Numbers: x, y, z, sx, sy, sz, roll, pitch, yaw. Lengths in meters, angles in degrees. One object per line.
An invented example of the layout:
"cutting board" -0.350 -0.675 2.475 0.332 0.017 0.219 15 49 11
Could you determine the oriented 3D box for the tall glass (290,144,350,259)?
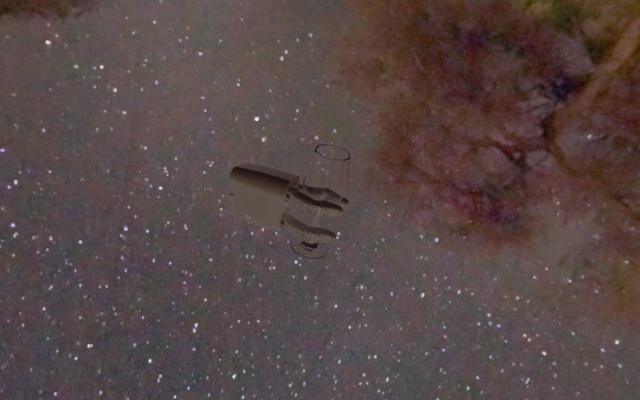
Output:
"tall glass" 0.000 0.003 0.855 0.079 0.201 0.079 11 29 -6
